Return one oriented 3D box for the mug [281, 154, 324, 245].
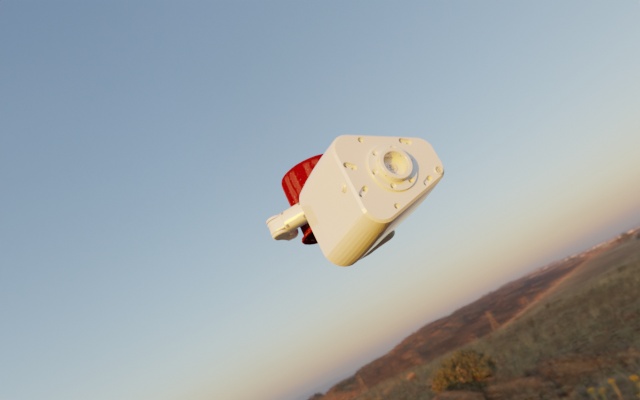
[{"bbox_3d":[0.000,0.002,0.588,0.093,0.081,0.117,-17,-19,-27],"label":"mug"}]
